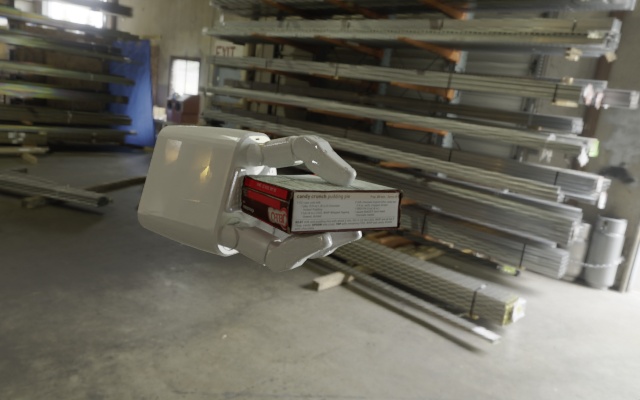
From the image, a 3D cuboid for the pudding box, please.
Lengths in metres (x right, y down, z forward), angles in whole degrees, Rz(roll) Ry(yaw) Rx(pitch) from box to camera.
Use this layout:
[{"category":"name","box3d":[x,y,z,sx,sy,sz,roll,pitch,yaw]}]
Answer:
[{"category":"pudding box","box3d":[0.000,0.001,0.413,0.113,0.039,0.090,-3,12,-32]}]
